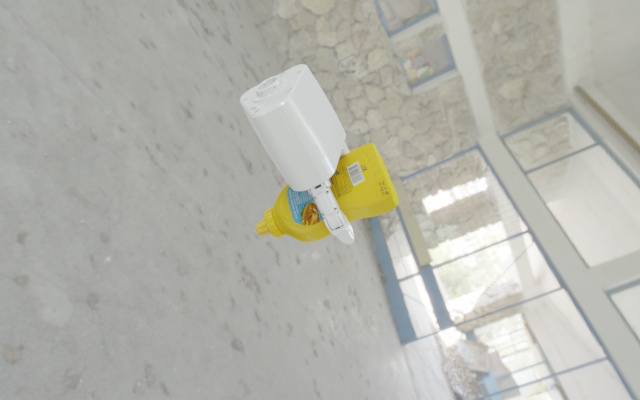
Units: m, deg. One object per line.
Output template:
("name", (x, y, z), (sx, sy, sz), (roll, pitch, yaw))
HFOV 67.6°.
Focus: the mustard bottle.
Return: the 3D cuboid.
("mustard bottle", (0.000, 0.002, 0.633), (0.191, 0.096, 0.058), (-24, -35, 11))
